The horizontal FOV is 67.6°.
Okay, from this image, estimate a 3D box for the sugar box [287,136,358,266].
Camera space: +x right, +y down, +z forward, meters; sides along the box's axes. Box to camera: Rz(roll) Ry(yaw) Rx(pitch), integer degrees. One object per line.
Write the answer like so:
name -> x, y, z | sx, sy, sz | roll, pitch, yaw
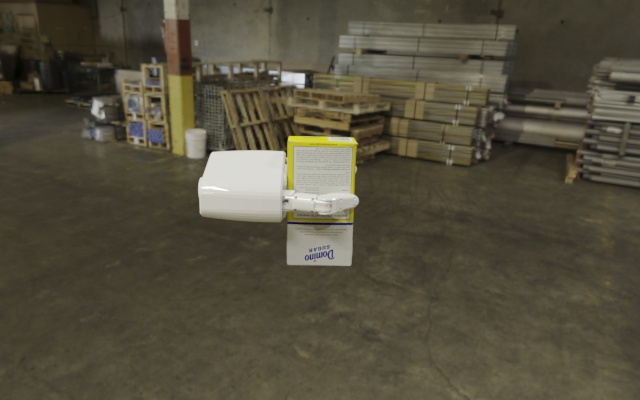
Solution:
sugar box -> 0.000, 0.002, 0.661 | 0.093, 0.176, 0.048 | 2, 18, -2
